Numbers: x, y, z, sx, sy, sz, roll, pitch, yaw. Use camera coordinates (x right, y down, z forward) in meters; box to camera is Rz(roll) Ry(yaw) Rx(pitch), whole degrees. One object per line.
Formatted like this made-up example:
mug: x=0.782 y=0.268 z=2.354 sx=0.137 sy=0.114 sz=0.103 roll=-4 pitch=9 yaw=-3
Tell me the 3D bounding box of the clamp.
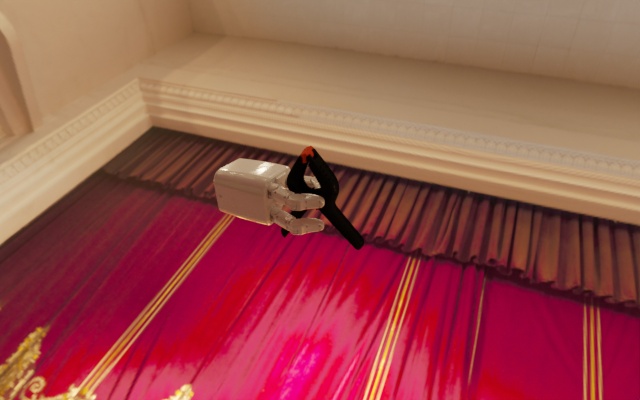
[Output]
clamp: x=0.000 y=0.002 z=0.840 sx=0.164 sy=0.210 sz=0.036 roll=12 pitch=41 yaw=16
